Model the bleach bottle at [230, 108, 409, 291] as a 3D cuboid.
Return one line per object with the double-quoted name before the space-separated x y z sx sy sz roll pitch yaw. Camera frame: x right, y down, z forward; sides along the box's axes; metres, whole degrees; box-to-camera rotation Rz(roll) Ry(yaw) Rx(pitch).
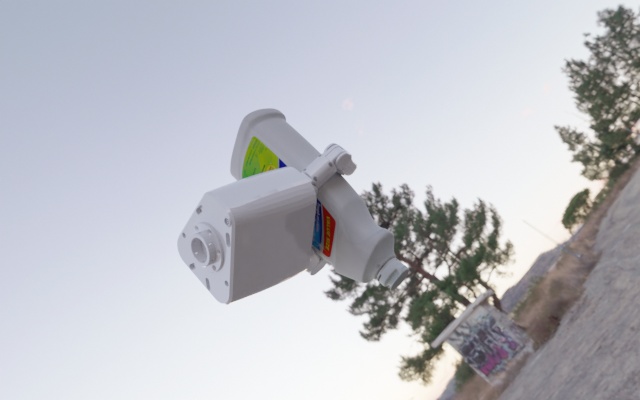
"bleach bottle" 0.000 0.002 0.543 0.250 0.103 0.068 41 38 26
